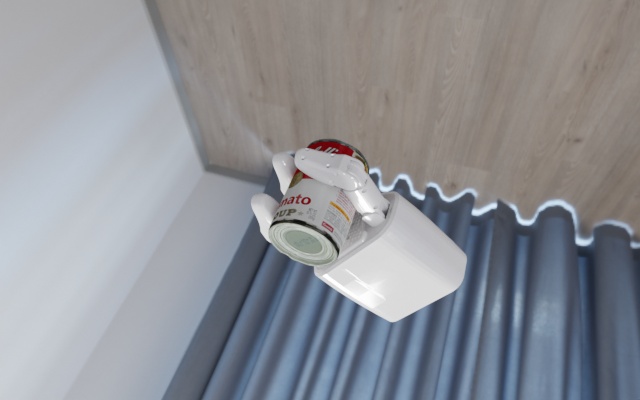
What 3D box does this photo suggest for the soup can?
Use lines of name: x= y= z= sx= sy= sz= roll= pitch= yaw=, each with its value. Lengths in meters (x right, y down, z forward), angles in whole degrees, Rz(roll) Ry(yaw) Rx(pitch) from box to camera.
soup can: x=0.000 y=0.001 z=0.446 sx=0.068 sy=0.102 sz=0.069 roll=15 pitch=-35 yaw=11
